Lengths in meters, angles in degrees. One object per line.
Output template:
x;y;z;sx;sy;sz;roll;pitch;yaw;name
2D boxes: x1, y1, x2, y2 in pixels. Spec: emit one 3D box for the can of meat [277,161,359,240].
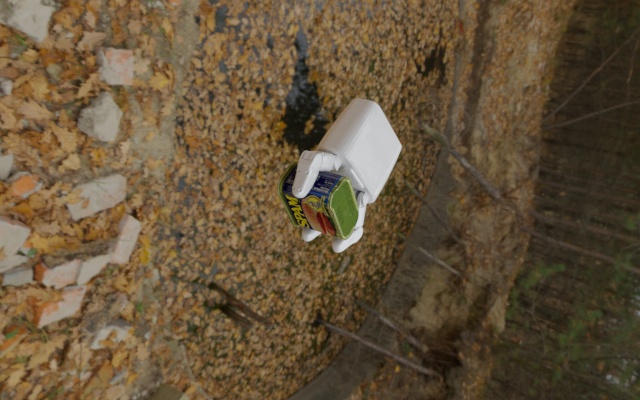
0.000;0.002;0.648;0.084;0.057;0.102;17;-32;29;can of meat
